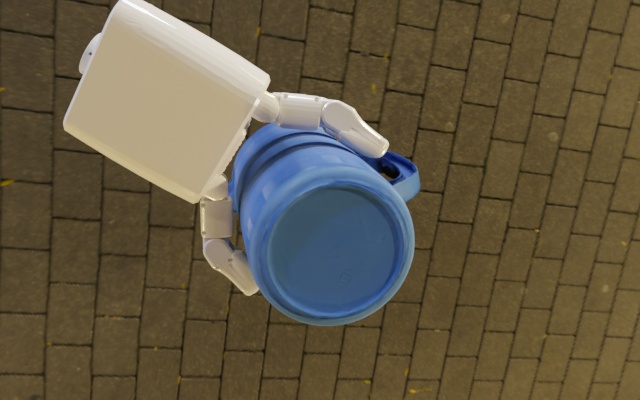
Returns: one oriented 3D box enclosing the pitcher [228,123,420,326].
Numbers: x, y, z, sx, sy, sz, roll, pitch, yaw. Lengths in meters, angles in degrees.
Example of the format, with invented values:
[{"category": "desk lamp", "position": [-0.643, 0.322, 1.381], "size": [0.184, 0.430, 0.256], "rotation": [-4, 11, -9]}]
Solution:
[{"category": "pitcher", "position": [0.000, 0.001, 0.409], "size": [0.145, 0.149, 0.242], "rotation": [31, 6, -15]}]
